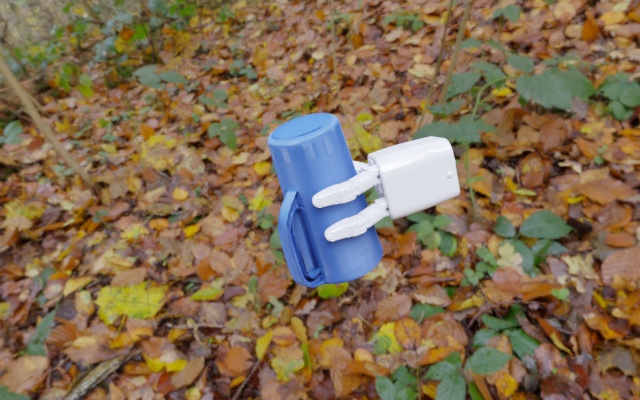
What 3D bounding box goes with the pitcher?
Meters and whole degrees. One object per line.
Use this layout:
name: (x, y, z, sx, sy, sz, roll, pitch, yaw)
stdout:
pitcher: (0.000, 0.002, 0.725, 0.145, 0.243, 0.149, -17, 25, 2)
